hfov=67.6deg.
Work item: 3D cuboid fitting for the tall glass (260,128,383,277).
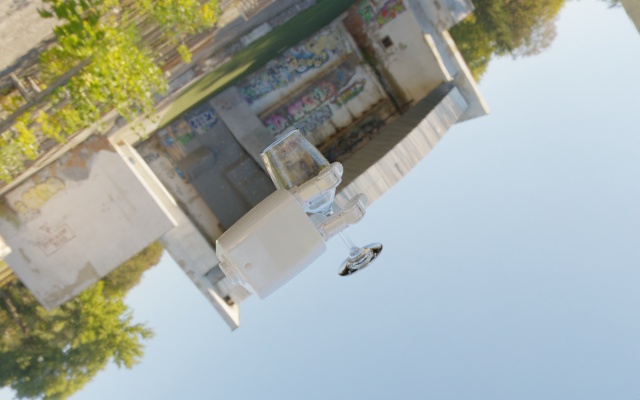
[{"bbox_3d":[0.001,0.003,0.645,0.079,0.201,0.079,-33,11,7],"label":"tall glass"}]
